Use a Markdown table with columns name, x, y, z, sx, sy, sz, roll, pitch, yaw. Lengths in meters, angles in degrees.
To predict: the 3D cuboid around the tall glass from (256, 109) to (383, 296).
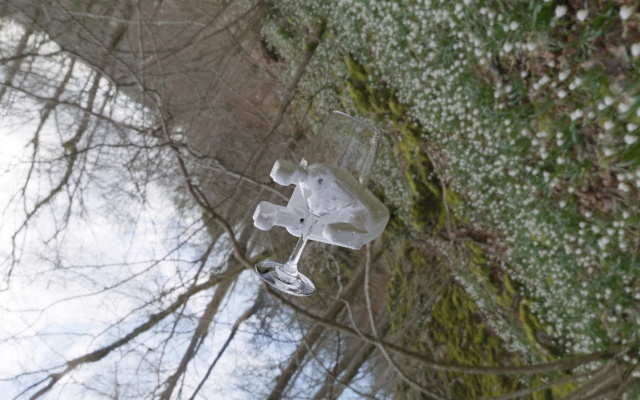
| name | x | y | z | sx | sy | sz | roll | pitch | yaw |
| --- | --- | --- | --- | --- | --- | --- | --- | --- | --- |
| tall glass | 0.000 | 0.002 | 0.537 | 0.079 | 0.201 | 0.079 | 24 | 10 | -5 |
